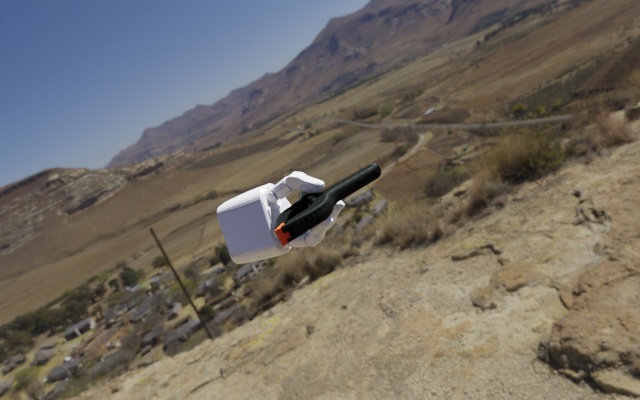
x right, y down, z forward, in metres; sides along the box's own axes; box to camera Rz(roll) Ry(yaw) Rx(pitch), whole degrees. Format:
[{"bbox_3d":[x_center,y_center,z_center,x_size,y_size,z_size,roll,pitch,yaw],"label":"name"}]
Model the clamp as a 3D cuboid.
[{"bbox_3d":[-0.001,0.002,0.745,0.164,0.036,0.210,-18,17,30],"label":"clamp"}]
